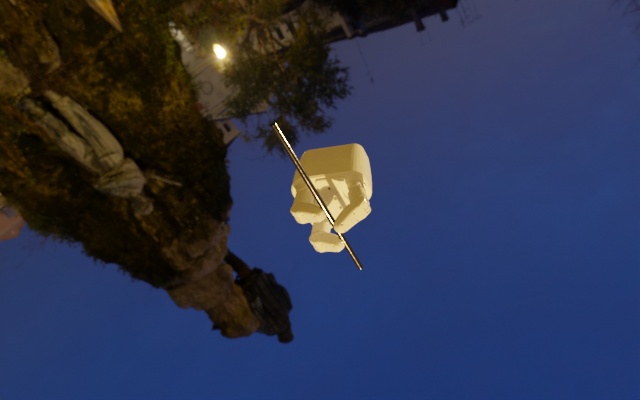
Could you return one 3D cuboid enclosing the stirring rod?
[{"bbox_3d":[0.000,0.002,0.619,0.011,0.240,0.011,-25,27,13],"label":"stirring rod"}]
